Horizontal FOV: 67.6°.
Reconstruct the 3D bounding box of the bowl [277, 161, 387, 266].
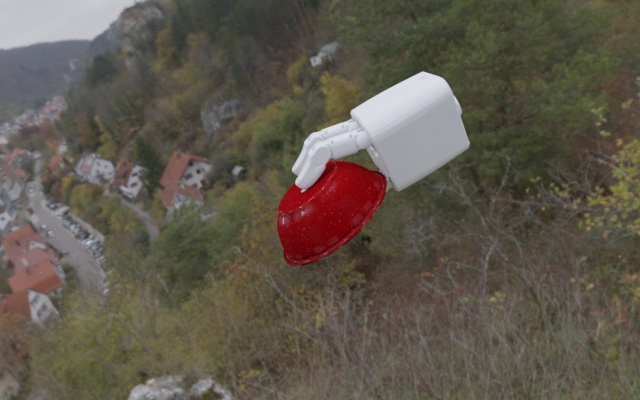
[{"bbox_3d":[-0.001,0.003,0.582,0.055,0.162,0.162,48,-21,-20],"label":"bowl"}]
